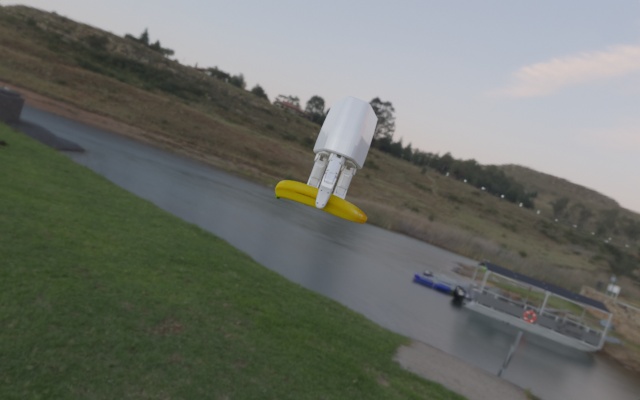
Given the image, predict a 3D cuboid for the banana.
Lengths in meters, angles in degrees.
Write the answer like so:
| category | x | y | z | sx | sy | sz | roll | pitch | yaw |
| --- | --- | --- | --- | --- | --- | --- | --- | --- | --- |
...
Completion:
| category | x | y | z | sx | sy | sz | roll | pitch | yaw |
| --- | --- | --- | --- | --- | --- | --- | --- | --- | --- |
| banana | -0.010 | -0.003 | 0.875 | 0.198 | 0.037 | 0.070 | 18 | -8 | 25 |
